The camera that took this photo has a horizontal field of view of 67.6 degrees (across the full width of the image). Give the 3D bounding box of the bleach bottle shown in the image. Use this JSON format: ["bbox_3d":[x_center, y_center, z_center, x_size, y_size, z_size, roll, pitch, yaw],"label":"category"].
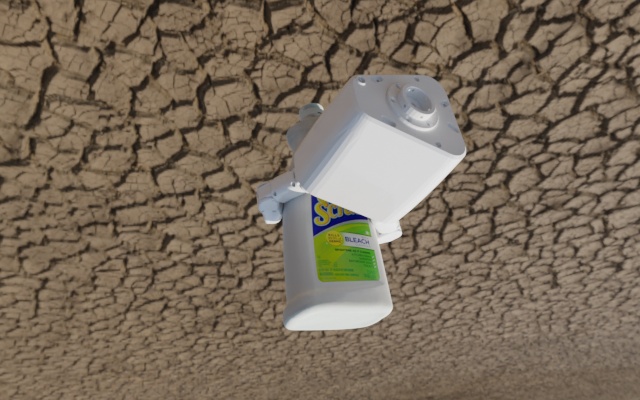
[{"bbox_3d":[0.000,0.002,0.495,0.102,0.250,0.068,6,-33,-25],"label":"bleach bottle"}]
